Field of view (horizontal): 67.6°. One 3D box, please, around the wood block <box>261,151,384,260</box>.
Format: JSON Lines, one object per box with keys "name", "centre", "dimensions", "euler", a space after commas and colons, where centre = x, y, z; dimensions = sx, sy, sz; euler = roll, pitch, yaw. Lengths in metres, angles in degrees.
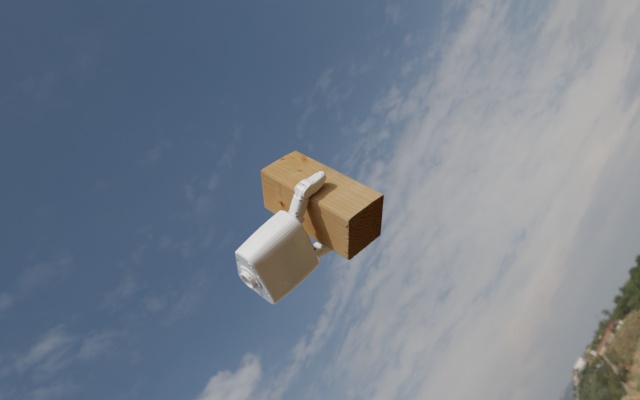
{"name": "wood block", "centre": [0.000, 0.003, 0.831], "dimensions": [0.206, 0.091, 0.090], "euler": [29, 47, 33]}
